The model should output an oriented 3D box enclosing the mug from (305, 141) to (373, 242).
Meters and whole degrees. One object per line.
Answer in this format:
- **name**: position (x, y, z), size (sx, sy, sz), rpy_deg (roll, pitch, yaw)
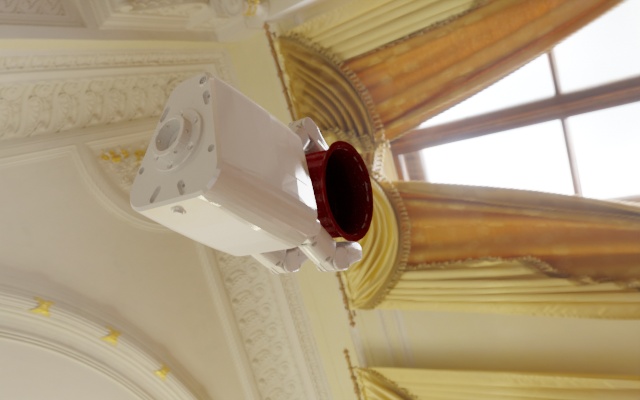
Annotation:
- **mug**: position (0.001, 0.002, 0.466), size (0.081, 0.093, 0.117), rpy_deg (-10, -28, 32)
